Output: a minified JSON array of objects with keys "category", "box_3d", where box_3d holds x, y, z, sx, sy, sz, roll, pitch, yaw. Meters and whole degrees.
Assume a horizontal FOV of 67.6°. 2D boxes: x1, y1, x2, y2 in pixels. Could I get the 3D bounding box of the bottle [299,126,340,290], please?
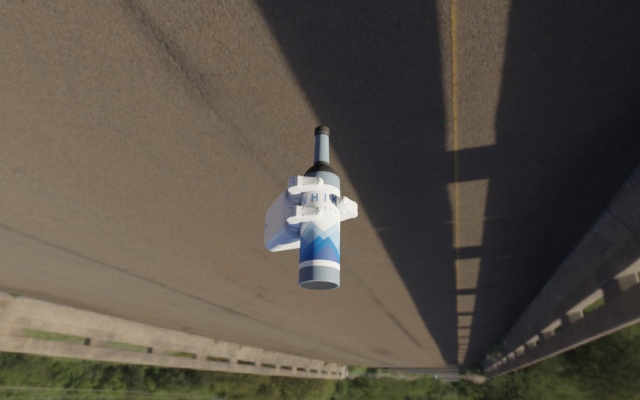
[{"category":"bottle","box_3d":[0.000,0.003,0.830,0.069,0.295,0.069,1,-23,0]}]
